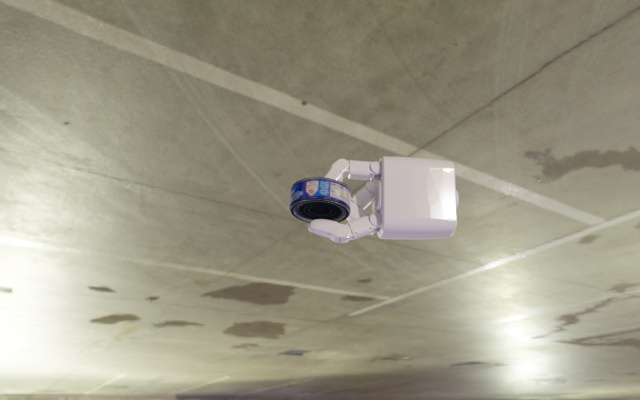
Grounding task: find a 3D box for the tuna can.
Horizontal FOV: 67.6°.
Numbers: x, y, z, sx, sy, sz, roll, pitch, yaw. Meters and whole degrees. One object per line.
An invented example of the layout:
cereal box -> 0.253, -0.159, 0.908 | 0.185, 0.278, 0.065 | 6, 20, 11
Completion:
tuna can -> 0.000, 0.003, 0.663 | 0.086, 0.033, 0.086 | 3, -26, 2
